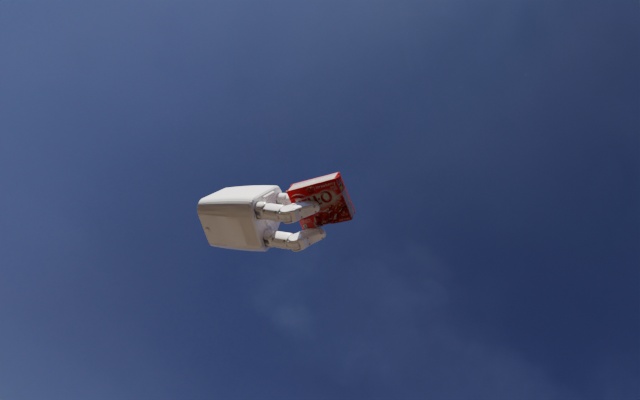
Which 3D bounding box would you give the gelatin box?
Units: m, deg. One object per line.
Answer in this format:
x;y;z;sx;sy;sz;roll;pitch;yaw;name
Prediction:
0.001;0.002;0.747;0.089;0.073;0.030;-13;22;24;gelatin box
